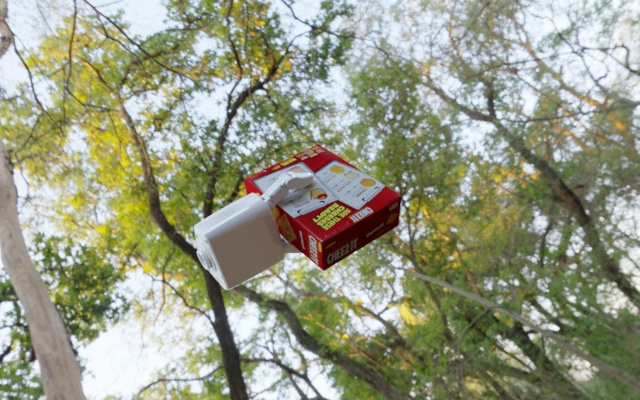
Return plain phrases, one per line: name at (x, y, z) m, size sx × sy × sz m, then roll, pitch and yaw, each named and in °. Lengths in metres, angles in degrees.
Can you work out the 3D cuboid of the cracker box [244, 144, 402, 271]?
cracker box at (0.000, 0.002, 0.793) m, size 0.164 × 0.072 × 0.213 m, roll -28°, pitch 45°, yaw -28°
